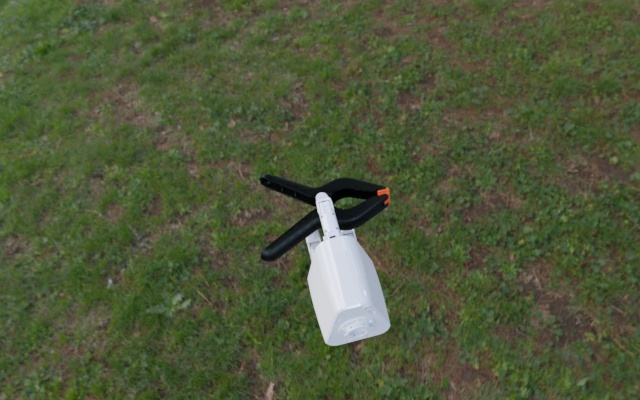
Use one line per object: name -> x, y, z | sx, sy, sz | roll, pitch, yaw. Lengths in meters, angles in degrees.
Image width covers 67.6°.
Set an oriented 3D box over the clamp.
clamp -> 0.001, 0.002, 0.741 | 0.210, 0.164, 0.036 | -14, -39, -1
